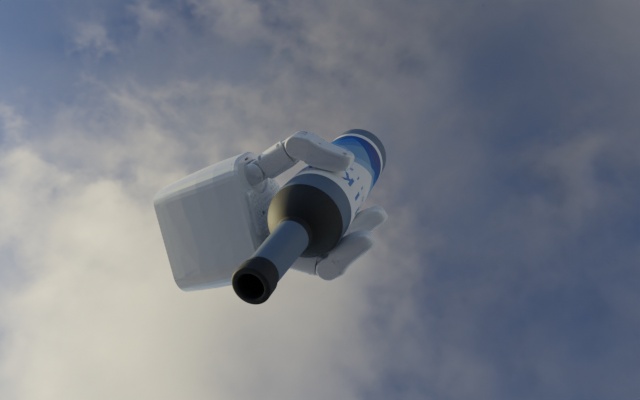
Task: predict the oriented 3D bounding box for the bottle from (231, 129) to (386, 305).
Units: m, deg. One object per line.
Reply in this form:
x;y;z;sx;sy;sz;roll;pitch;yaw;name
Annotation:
0.000;0.001;0.430;0.069;0.069;0.295;0;21;19;bottle
